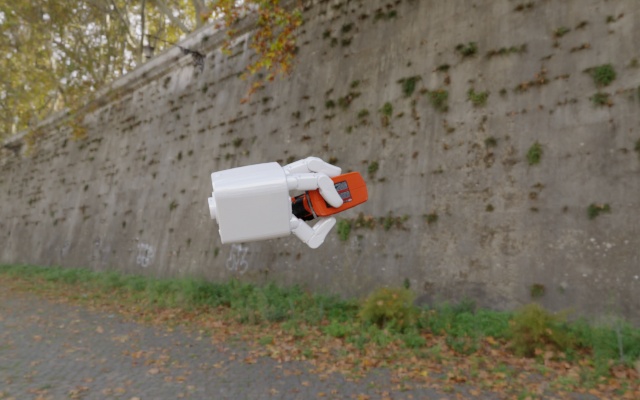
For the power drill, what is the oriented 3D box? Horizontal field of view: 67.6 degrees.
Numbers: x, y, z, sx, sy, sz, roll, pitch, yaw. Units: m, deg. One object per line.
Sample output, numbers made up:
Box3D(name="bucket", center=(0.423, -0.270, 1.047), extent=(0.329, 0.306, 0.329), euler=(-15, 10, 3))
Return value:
Box3D(name="power drill", center=(0.000, 0.003, 0.836), extent=(0.184, 0.057, 0.188), euler=(-20, -2, -32))
